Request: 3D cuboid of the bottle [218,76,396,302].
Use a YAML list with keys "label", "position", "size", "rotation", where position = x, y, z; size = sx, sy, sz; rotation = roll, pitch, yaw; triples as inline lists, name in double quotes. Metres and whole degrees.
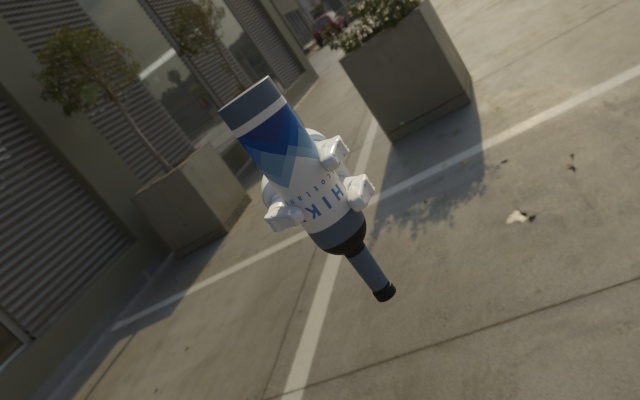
- label: "bottle"
  position: [0.000, 0.002, 0.546]
  size: [0.069, 0.296, 0.069]
  rotation: [-32, 17, 11]
